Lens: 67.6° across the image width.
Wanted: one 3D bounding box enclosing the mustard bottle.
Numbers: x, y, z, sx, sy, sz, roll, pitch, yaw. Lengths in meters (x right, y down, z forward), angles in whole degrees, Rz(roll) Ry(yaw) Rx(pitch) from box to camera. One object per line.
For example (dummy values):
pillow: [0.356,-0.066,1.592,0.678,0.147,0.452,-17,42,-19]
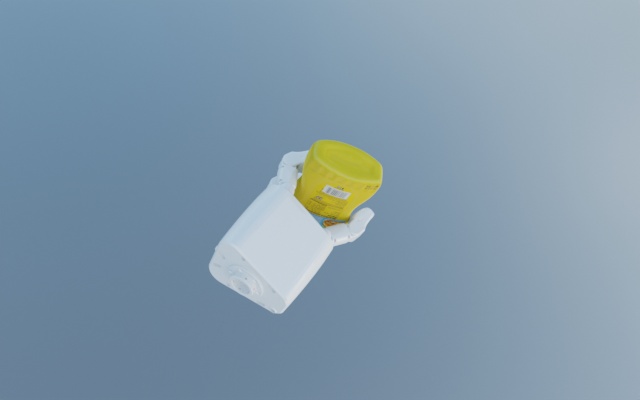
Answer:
mustard bottle: [0.000,0.002,0.649,0.096,0.058,0.192,18,-38,-14]
